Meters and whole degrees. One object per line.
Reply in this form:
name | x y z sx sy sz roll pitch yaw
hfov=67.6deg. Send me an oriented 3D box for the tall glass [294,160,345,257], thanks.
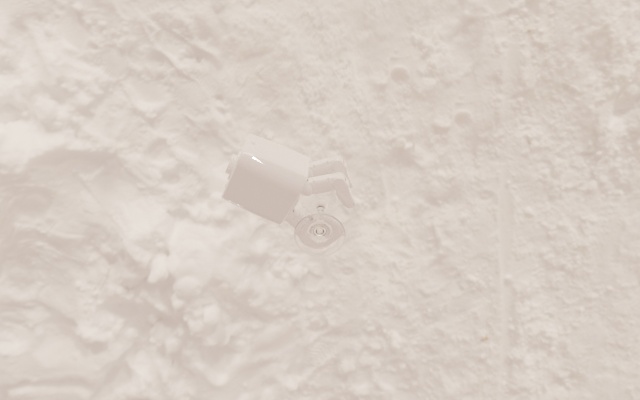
tall glass | 0.000 0.003 0.774 0.079 0.079 0.201 0 29 1
